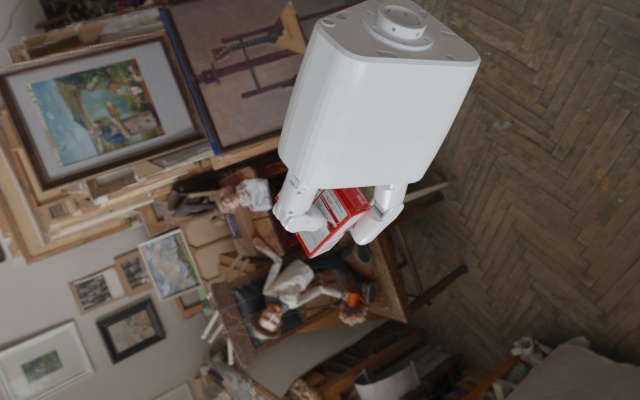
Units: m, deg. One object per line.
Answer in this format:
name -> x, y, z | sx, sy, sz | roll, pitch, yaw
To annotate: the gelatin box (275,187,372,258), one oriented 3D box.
gelatin box -> 0.000, 0.002, 0.449 | 0.030, 0.073, 0.089 | -19, -20, -38
